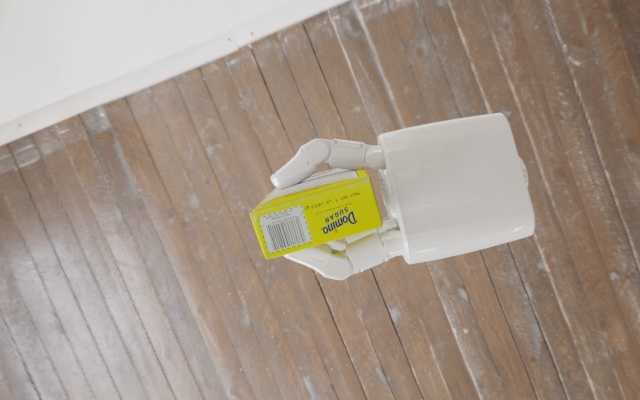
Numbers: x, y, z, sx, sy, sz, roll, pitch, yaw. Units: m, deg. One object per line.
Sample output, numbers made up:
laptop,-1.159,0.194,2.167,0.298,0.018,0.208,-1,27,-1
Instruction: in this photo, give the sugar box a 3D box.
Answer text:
sugar box,0.000,0.002,0.431,0.093,0.048,0.176,-15,5,5
